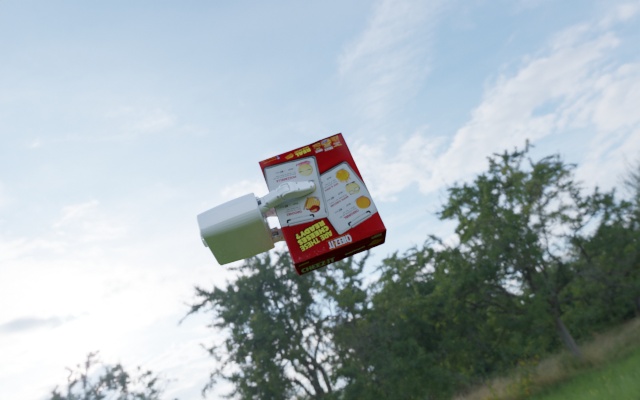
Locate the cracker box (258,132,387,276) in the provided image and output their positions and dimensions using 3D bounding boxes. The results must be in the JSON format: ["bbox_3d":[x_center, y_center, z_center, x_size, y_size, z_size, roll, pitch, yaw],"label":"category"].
[{"bbox_3d":[0.000,0.003,0.843,0.164,0.213,0.072,-20,-28,-4],"label":"cracker box"}]
